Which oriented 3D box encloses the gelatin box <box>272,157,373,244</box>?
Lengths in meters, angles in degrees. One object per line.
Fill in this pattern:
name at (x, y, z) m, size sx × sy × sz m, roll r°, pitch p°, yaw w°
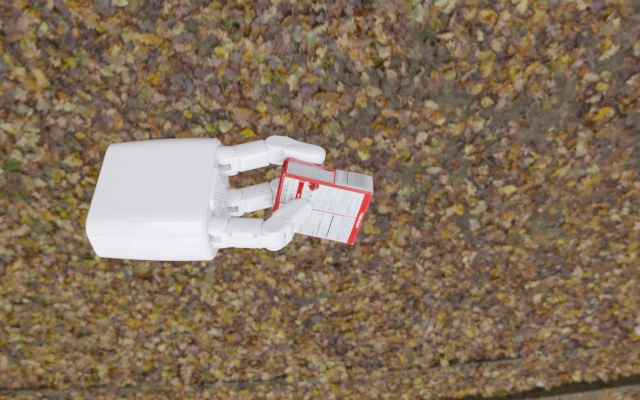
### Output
gelatin box at (0.000, 0.002, 0.471) m, size 0.089 × 0.073 × 0.030 m, roll 12°, pitch 41°, yaw -5°
